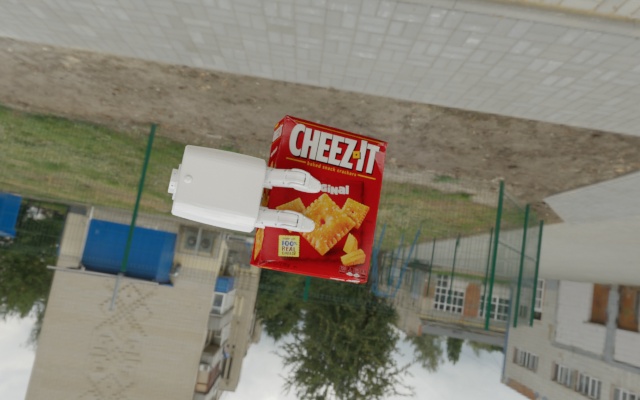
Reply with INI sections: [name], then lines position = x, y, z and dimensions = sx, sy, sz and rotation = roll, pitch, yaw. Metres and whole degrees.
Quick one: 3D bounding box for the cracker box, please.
[cracker box]
position = 0.000, 0.002, 0.694
dimensions = 0.164, 0.213, 0.072
rotation = 12, -8, -18
